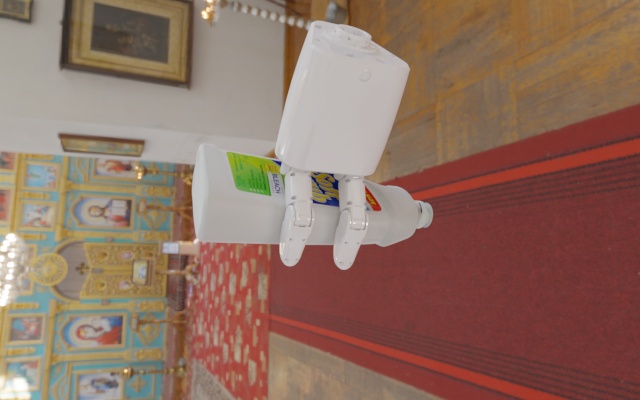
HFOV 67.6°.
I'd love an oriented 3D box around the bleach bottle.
[{"bbox_3d":[0.000,0.002,0.496,0.251,0.068,0.102,5,36,-22],"label":"bleach bottle"}]
